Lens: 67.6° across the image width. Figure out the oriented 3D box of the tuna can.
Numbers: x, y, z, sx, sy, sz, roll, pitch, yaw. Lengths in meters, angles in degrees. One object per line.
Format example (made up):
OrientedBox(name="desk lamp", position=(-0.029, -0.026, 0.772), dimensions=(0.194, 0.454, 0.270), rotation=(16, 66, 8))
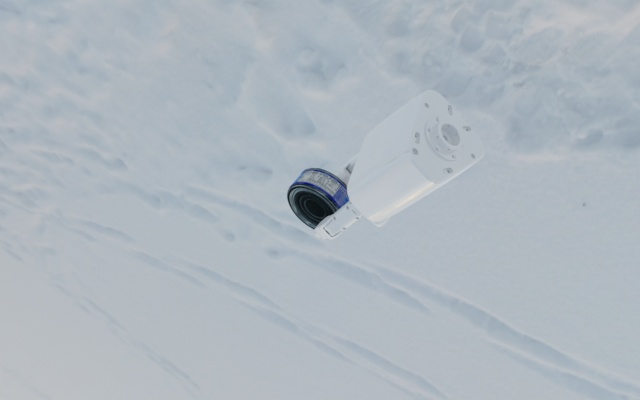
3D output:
OrientedBox(name="tuna can", position=(0.000, 0.002, 0.606), dimensions=(0.086, 0.086, 0.033), rotation=(0, 41, 44))
